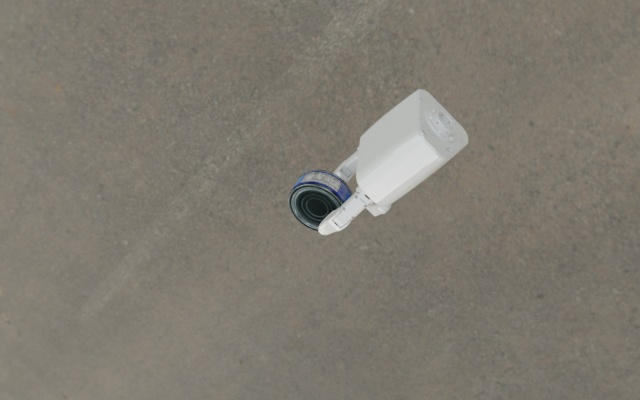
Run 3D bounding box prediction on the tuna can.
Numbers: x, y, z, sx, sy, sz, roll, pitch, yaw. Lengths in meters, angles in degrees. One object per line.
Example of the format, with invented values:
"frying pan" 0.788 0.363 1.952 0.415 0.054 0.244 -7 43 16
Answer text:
"tuna can" 0.000 0.003 0.656 0.086 0.086 0.033 0 37 26
